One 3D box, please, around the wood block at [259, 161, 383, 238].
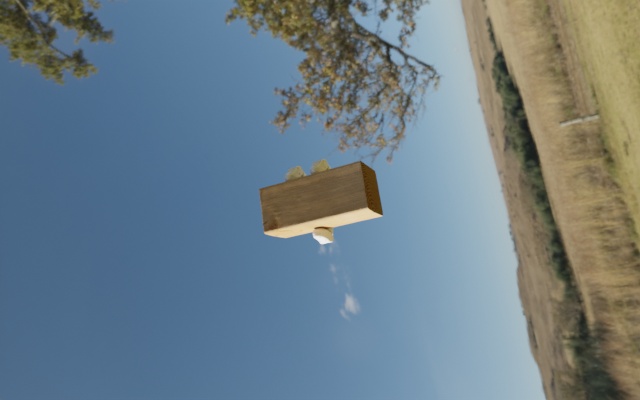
[{"bbox_3d":[0.000,0.003,0.891,0.206,0.090,0.090,-15,-15,21],"label":"wood block"}]
